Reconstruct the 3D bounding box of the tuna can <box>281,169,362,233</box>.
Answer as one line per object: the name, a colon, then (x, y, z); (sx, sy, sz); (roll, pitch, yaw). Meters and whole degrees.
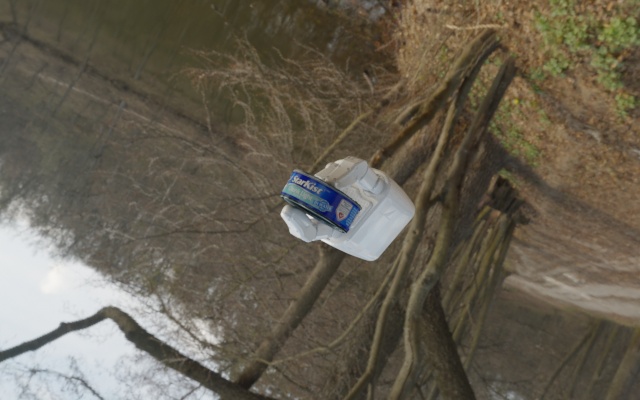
tuna can: (0.000, 0.002, 0.519); (0.086, 0.034, 0.086); (30, -6, 3)
